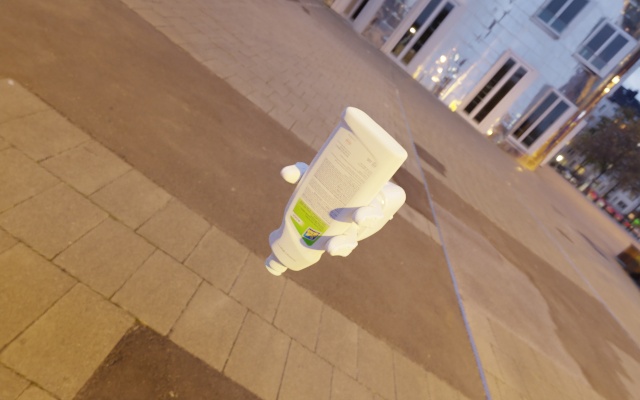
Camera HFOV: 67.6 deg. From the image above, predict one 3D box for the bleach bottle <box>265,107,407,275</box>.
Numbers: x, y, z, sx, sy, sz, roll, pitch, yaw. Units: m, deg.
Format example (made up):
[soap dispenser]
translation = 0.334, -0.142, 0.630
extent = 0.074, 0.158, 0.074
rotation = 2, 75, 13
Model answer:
[bleach bottle]
translation = 0.000, 0.002, 0.651
extent = 0.102, 0.251, 0.068
rotation = 46, 22, 15
